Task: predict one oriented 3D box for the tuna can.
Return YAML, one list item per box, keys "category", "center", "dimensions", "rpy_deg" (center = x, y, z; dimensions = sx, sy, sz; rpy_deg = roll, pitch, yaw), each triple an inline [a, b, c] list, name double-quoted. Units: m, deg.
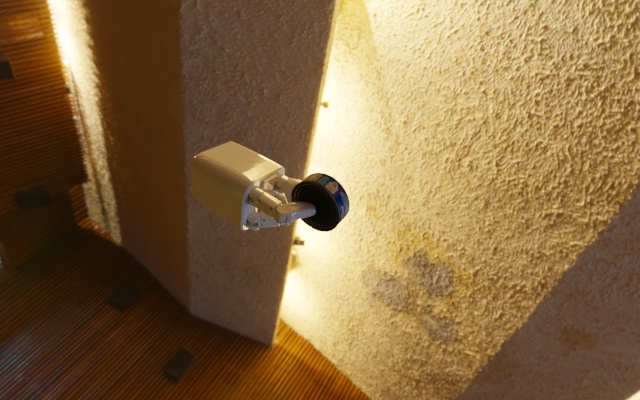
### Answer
- category: "tuna can"
  center: [0.000, 0.002, 0.709]
  dimensions: [0.086, 0.086, 0.033]
  rpy_deg: [0, 30, 40]
